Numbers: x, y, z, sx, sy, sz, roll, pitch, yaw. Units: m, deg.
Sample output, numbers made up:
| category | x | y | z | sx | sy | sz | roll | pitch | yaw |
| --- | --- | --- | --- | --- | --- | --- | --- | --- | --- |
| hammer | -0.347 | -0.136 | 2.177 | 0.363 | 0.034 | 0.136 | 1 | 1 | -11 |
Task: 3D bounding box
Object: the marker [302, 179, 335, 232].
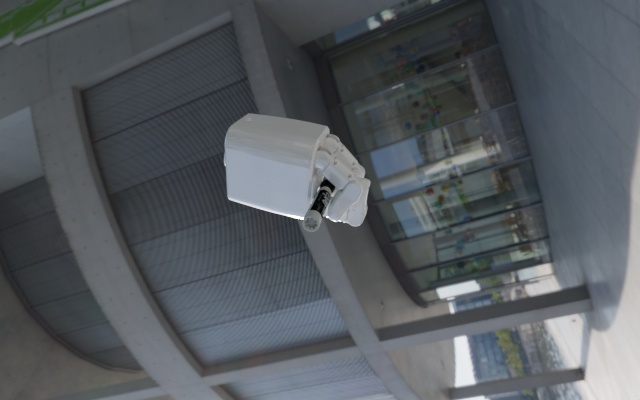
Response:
| category | x | y | z | sx | sy | sz | roll | pitch | yaw |
| --- | --- | --- | --- | --- | --- | --- | --- | --- | --- |
| marker | 0.000 | 0.002 | 0.549 | 0.020 | 0.020 | 0.121 | 0 | 22 | 11 |
